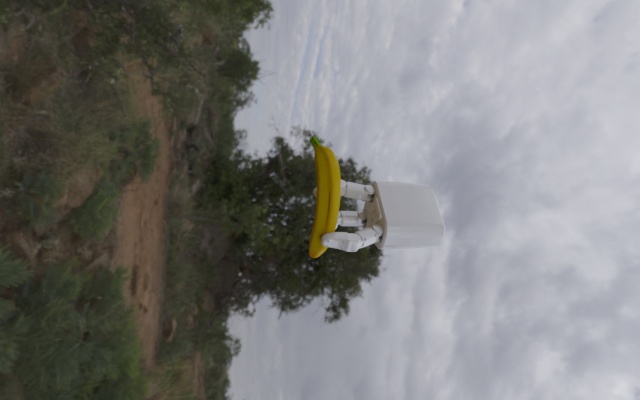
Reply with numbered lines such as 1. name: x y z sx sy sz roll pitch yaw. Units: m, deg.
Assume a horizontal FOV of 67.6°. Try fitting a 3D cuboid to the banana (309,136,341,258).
1. banana: 0.006 0.003 0.741 0.037 0.198 0.069 -2 13 -18
